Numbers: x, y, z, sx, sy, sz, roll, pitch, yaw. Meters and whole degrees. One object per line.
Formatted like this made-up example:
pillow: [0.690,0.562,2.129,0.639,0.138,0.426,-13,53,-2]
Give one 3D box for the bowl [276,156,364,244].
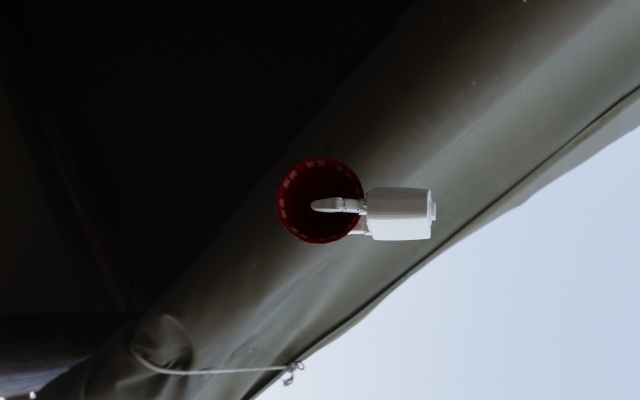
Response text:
bowl: [-0.001,0.003,0.886,0.162,0.162,0.055,0,-10,3]
